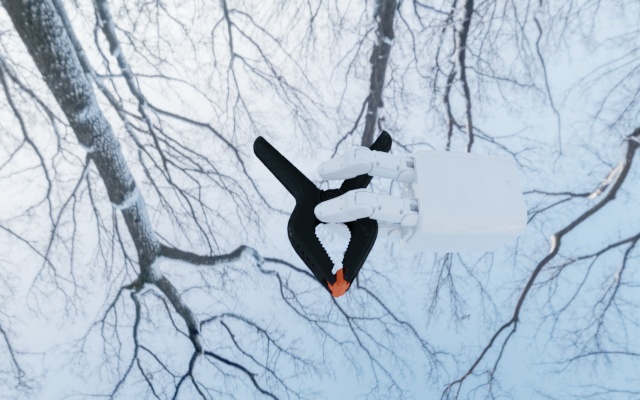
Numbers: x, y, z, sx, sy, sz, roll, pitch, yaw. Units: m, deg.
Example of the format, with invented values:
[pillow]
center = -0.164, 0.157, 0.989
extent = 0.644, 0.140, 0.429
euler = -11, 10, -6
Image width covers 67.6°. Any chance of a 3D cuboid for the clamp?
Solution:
[clamp]
center = 0.000, 0.003, 0.518
extent = 0.164, 0.209, 0.036
euler = 2, -35, 1
